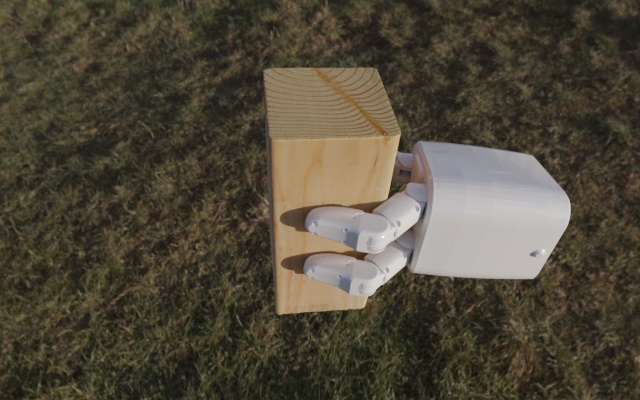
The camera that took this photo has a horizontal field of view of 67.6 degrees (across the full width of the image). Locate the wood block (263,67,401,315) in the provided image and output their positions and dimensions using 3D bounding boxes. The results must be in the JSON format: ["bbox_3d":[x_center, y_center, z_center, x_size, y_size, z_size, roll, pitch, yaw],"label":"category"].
[{"bbox_3d":[0.000,0.001,0.410,0.090,0.206,0.090,-3,45,-7],"label":"wood block"}]
